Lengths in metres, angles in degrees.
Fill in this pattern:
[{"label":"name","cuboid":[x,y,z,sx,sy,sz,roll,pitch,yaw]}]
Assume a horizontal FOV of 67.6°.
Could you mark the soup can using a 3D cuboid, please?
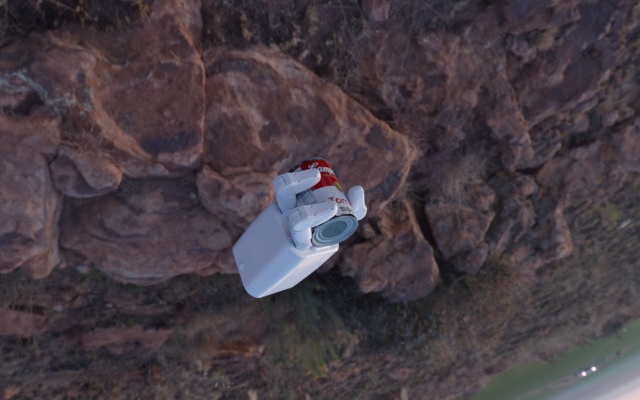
[{"label":"soup can","cuboid":[0.001,0.002,0.639,0.068,0.102,0.069,-17,-34,-12]}]
